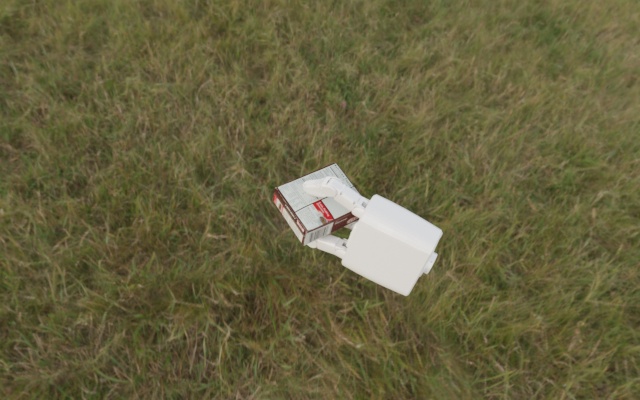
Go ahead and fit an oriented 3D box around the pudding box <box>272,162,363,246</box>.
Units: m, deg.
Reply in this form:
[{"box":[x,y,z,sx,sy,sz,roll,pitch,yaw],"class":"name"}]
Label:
[{"box":[0.000,0.002,0.703,0.113,0.090,0.039,-23,-28,-27],"class":"pudding box"}]
